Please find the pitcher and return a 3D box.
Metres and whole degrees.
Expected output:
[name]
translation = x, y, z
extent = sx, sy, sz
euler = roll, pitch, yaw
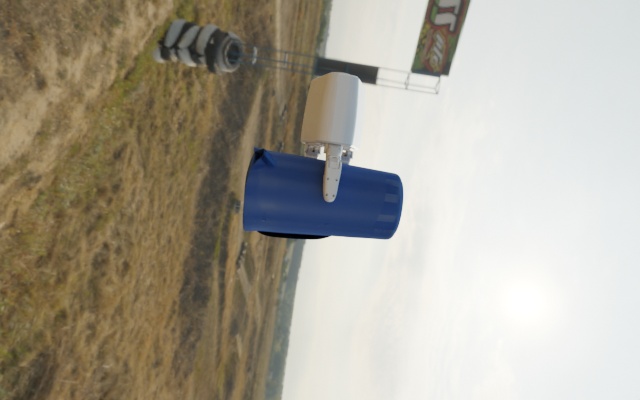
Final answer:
[pitcher]
translation = 0.000, 0.002, 0.765
extent = 0.243, 0.145, 0.149
euler = 7, 2, -3
